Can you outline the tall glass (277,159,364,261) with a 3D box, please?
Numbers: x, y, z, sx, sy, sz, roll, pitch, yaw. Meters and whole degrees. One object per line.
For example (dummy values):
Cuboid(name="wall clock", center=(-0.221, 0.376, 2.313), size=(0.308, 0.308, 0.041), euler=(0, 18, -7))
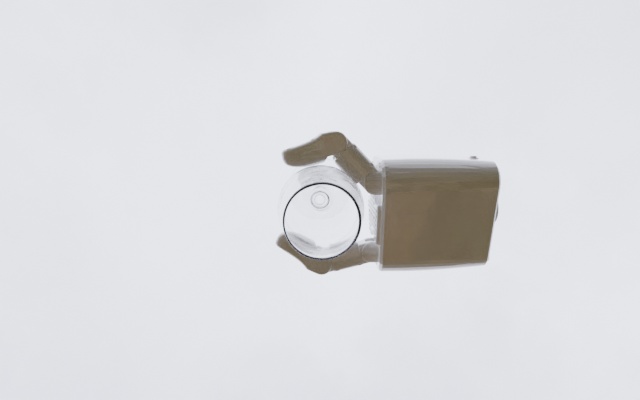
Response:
Cuboid(name="tall glass", center=(0.000, 0.001, 0.467), size=(0.079, 0.079, 0.201), euler=(0, 9, 0))
